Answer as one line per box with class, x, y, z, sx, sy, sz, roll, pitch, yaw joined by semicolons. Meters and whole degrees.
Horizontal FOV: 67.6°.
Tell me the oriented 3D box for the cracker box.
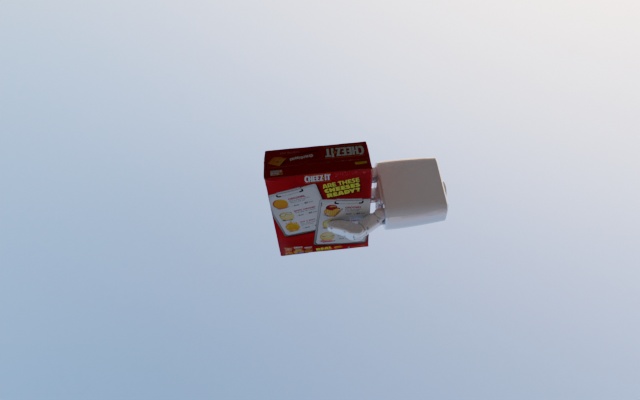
cracker box;0.000;0.003;0.805;0.164;0.072;0.214;-6;-39;-1
